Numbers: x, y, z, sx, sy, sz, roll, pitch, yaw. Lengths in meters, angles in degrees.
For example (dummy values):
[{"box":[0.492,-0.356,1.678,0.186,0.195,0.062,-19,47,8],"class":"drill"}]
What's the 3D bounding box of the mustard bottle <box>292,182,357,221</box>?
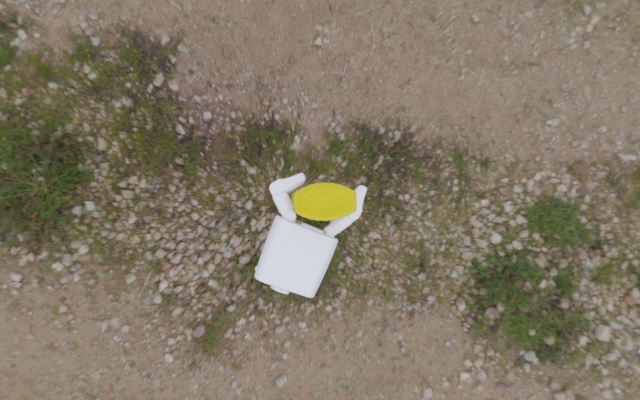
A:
[{"box":[0.000,0.002,0.798,0.096,0.058,0.191,-3,0,-4],"class":"mustard bottle"}]
